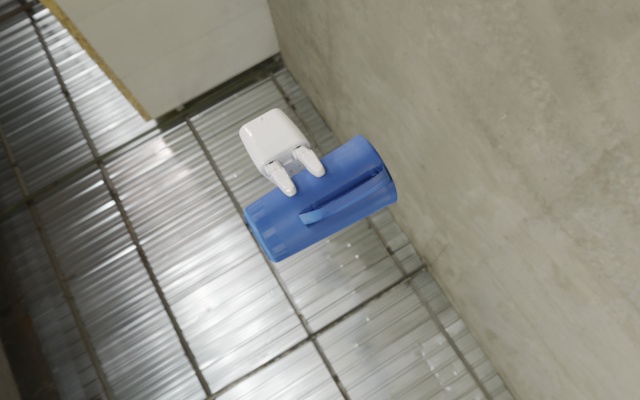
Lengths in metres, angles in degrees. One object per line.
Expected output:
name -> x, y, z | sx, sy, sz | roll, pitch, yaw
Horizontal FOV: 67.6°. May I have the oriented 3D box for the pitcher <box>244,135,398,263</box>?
pitcher -> 0.000, 0.003, 0.800 | 0.243, 0.145, 0.149 | -30, -33, -7
